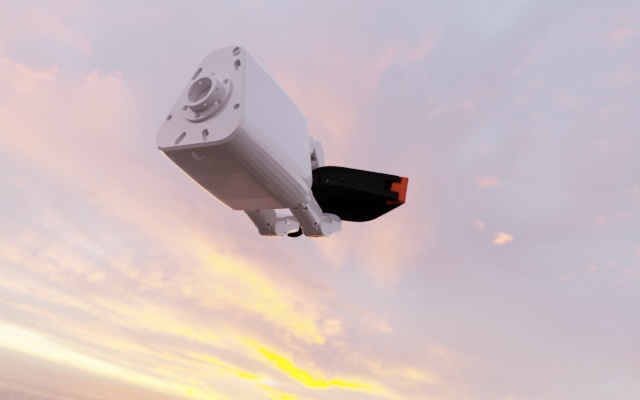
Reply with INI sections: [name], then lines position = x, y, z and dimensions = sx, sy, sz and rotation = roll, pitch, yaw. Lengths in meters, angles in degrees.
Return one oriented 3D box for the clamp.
[clamp]
position = 0.001, 0.001, 0.524
dimensions = 0.210, 0.036, 0.165
rotation = -2, -26, 29
